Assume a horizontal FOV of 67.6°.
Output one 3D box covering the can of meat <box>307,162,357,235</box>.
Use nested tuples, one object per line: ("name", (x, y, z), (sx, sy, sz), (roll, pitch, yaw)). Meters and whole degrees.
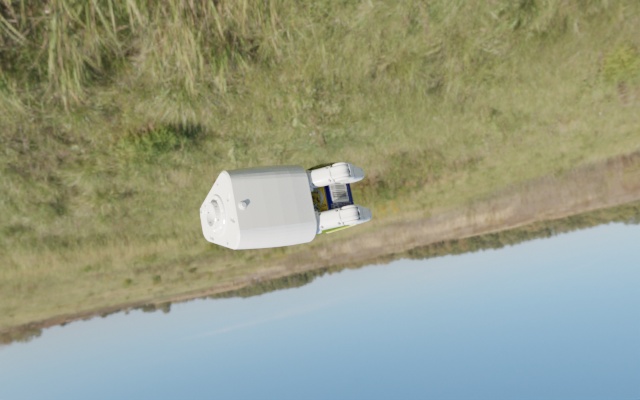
("can of meat", (0.000, 0.002, 0.656), (0.057, 0.084, 0.102), (-4, -11, -39))
